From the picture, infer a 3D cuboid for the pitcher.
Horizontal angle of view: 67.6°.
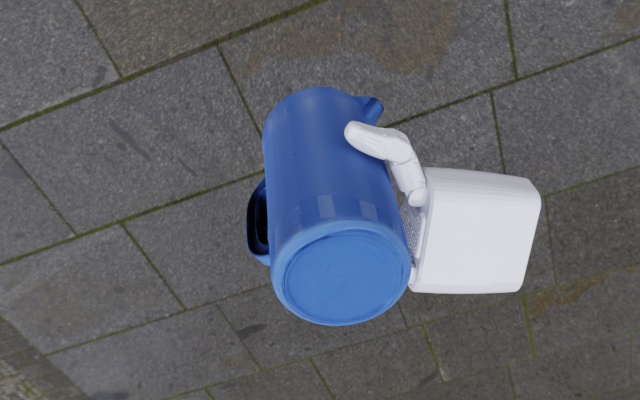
[{"bbox_3d":[0.000,0.001,0.459,0.145,0.149,0.242,3,33,-7],"label":"pitcher"}]
